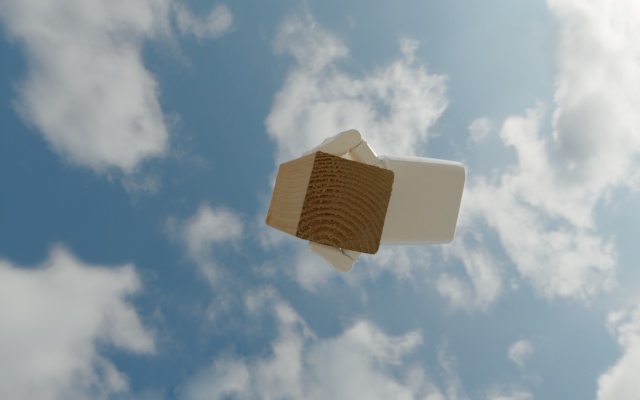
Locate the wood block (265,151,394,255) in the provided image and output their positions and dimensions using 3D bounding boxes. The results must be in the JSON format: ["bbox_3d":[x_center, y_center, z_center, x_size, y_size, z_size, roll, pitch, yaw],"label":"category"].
[{"bbox_3d":[0.000,0.002,0.576,0.090,0.091,0.206,14,-3,-14],"label":"wood block"}]
